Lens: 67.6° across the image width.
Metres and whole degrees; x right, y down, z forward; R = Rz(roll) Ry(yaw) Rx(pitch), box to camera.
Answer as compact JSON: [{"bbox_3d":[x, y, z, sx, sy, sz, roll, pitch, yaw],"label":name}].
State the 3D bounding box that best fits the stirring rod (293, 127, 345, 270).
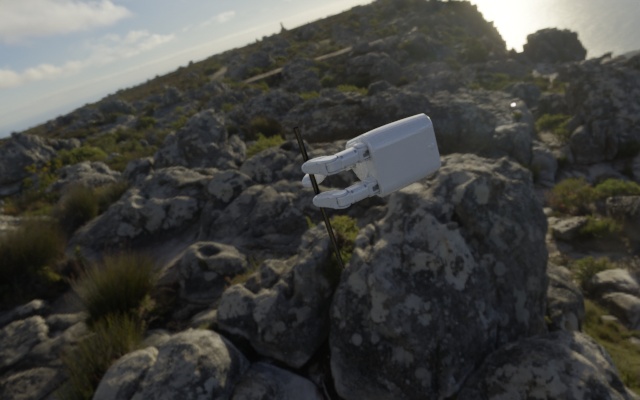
[{"bbox_3d":[0.000,0.002,0.727,0.011,0.240,0.011,-16,21,6],"label":"stirring rod"}]
